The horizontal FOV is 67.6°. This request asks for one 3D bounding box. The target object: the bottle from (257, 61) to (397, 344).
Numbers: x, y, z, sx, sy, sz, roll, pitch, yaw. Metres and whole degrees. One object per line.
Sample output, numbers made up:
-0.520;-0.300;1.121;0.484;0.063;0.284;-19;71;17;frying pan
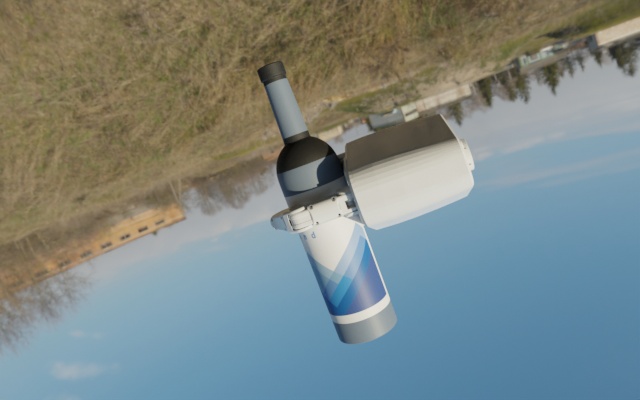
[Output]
0.000;0.002;0.498;0.069;0.296;0.069;-20;7;3;bottle
